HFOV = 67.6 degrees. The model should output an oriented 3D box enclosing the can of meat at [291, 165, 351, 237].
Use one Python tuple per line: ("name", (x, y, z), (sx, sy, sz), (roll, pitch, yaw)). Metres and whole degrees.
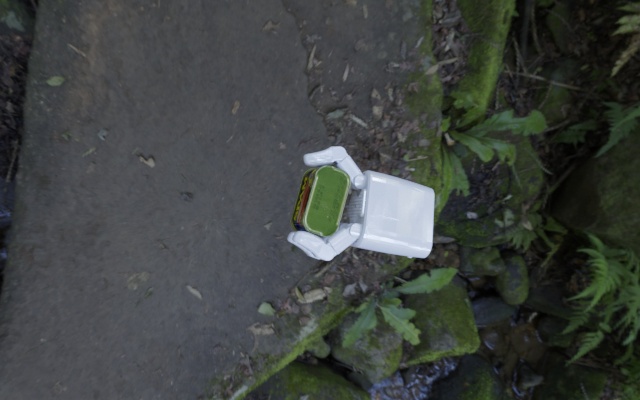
("can of meat", (0.000, 0.002, 0.685), (0.057, 0.102, 0.084), (16, -6, -12))
